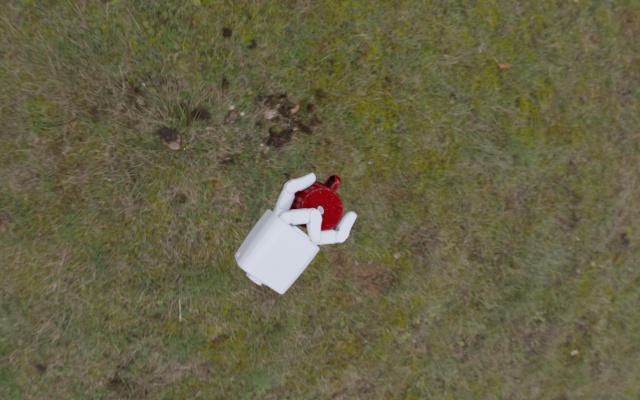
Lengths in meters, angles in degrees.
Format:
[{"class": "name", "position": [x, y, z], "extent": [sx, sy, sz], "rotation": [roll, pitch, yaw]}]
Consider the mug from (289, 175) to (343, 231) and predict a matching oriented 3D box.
[{"class": "mug", "position": [0.001, 0.002, 0.882], "extent": [0.093, 0.117, 0.081], "rotation": [38, -4, -16]}]
